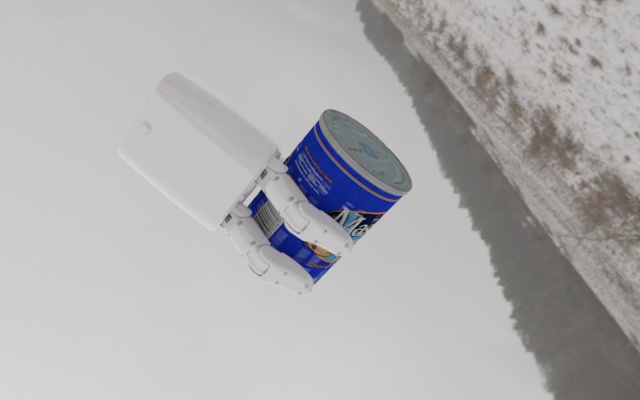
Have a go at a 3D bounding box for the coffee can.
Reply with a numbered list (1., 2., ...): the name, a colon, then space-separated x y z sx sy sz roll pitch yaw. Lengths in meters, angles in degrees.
1. coffee can: 0.000 0.001 0.446 0.140 0.102 0.103 -48 -24 24
